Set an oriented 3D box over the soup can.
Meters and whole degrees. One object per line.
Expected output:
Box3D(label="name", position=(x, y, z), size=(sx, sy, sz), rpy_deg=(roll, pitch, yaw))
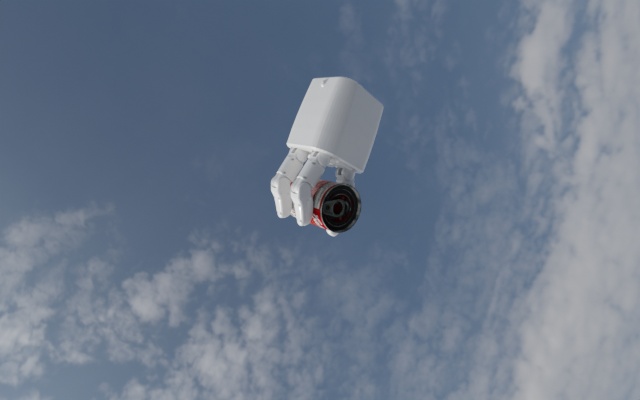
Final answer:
Box3D(label="soup can", position=(0.000, 0.003, 0.683), size=(0.068, 0.068, 0.102), rpy_deg=(0, 10, -36))
